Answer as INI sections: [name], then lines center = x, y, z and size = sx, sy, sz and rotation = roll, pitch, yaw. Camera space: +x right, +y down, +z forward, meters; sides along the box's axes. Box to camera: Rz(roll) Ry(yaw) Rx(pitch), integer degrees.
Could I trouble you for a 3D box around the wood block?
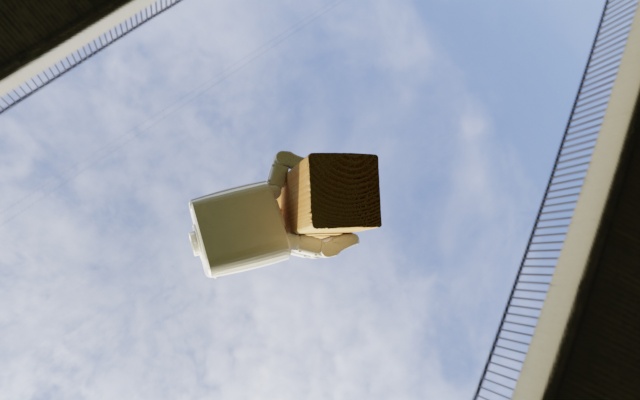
[wood block]
center = 0.000, 0.002, 0.653
size = 0.090, 0.091, 0.206
rotation = -1, -7, -17
